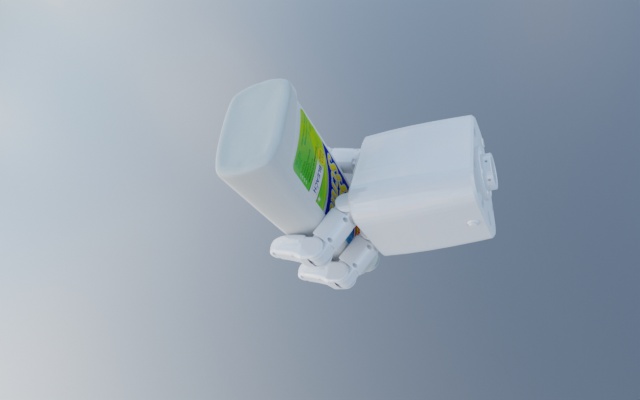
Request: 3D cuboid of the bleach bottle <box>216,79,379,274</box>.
[{"bbox_3d":[0.000,0.002,0.479,0.068,0.102,0.251,-10,-35,26],"label":"bleach bottle"}]
